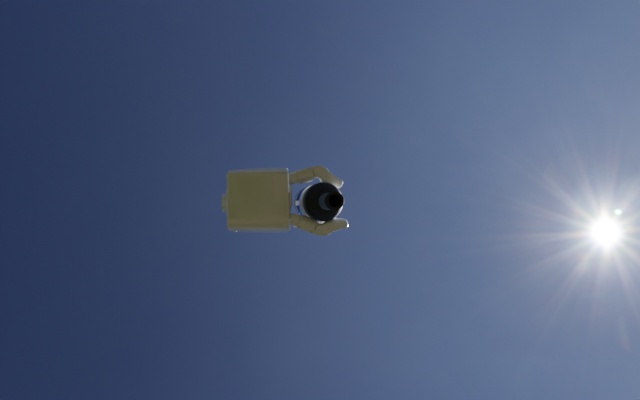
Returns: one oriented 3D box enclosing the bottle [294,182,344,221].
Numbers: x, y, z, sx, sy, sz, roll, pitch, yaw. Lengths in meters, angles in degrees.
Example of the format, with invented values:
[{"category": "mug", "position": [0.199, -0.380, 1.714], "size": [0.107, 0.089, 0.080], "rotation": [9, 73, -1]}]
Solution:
[{"category": "bottle", "position": [0.000, 0.003, 0.845], "size": [0.069, 0.069, 0.296], "rotation": [0, -1, -8]}]
